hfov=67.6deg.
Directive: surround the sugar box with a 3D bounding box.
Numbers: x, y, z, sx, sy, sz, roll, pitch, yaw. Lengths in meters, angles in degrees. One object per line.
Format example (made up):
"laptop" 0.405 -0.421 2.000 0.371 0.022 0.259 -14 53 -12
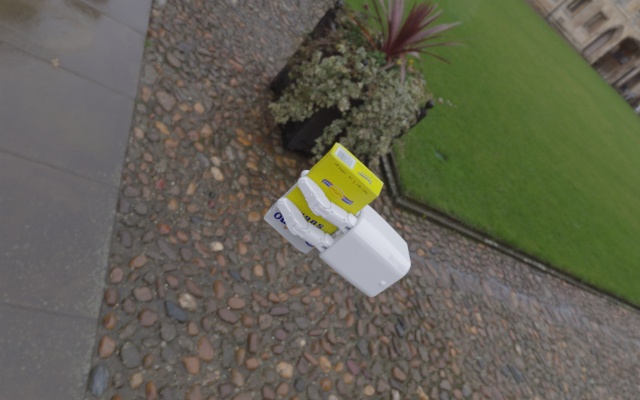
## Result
"sugar box" 0.000 0.003 0.724 0.176 0.093 0.048 -43 9 34
